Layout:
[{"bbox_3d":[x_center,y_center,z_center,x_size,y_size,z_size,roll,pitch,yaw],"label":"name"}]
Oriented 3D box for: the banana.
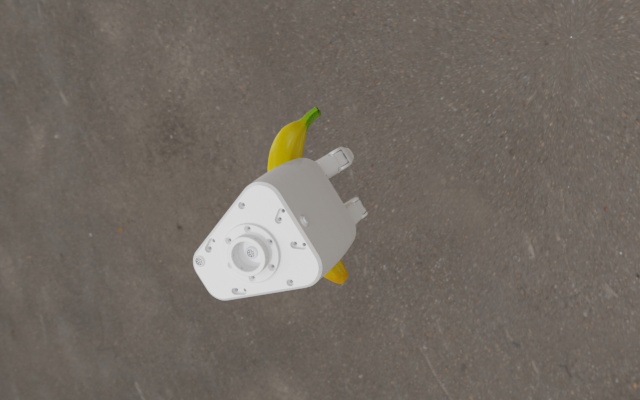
[{"bbox_3d":[-0.019,0.001,0.523,0.069,0.198,0.037,-9,8,8],"label":"banana"}]
